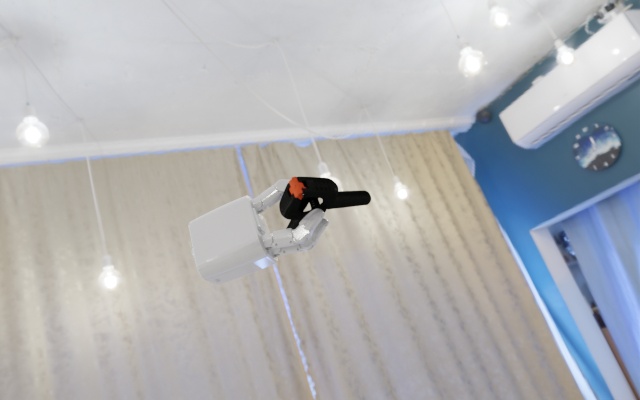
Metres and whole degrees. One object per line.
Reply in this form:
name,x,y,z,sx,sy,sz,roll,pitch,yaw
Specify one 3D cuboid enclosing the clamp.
clamp,-0.001,0.002,0.750,0.164,0.036,0.210,-26,-19,0
